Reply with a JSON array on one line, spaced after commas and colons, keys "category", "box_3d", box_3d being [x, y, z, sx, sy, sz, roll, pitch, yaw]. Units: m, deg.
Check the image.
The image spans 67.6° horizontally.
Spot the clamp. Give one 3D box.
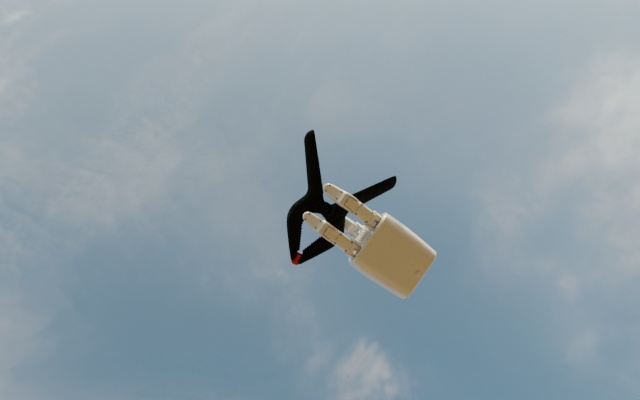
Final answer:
[{"category": "clamp", "box_3d": [0.000, 0.003, 0.766, 0.164, 0.210, 0.036, 36, -2, -2]}]
